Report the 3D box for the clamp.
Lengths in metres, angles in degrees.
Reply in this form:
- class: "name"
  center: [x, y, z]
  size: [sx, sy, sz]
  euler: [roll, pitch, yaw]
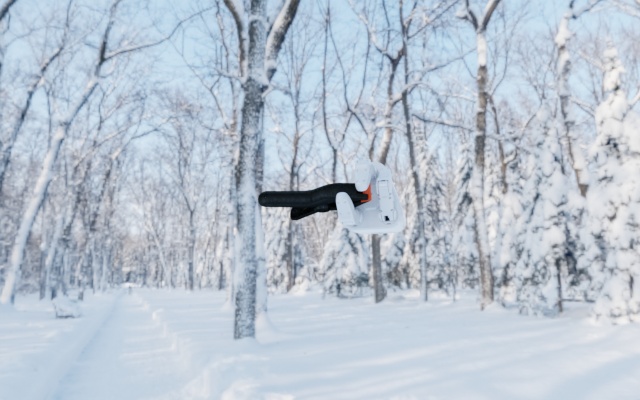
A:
- class: "clamp"
  center: [0.000, 0.002, 0.758]
  size: [0.171, 0.039, 0.120]
  euler: [-4, -11, 14]
